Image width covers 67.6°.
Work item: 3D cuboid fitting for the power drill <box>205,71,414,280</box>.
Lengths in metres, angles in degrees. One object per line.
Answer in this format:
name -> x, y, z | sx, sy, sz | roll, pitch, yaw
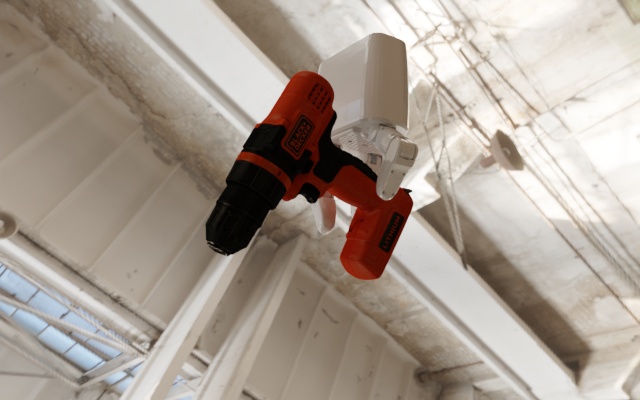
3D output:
power drill -> 0.000, 0.001, 0.454 | 0.057, 0.184, 0.188 | 7, -27, 51
